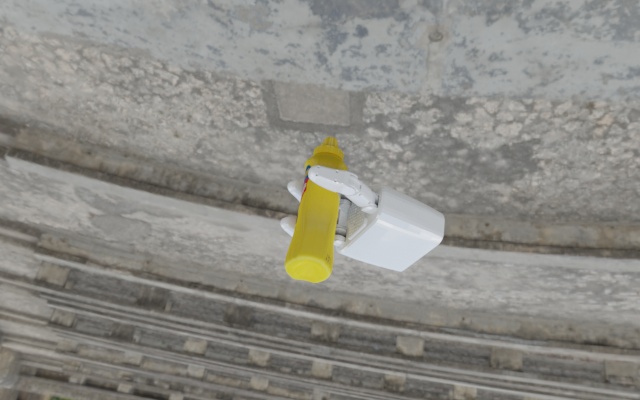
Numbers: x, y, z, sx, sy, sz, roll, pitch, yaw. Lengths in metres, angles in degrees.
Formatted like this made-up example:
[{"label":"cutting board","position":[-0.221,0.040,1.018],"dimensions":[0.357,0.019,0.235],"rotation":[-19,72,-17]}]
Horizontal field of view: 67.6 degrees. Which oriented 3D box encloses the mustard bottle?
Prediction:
[{"label":"mustard bottle","position":[0.000,0.002,0.614],"dimensions":[0.058,0.191,0.096],"rotation":[11,-25,0]}]
